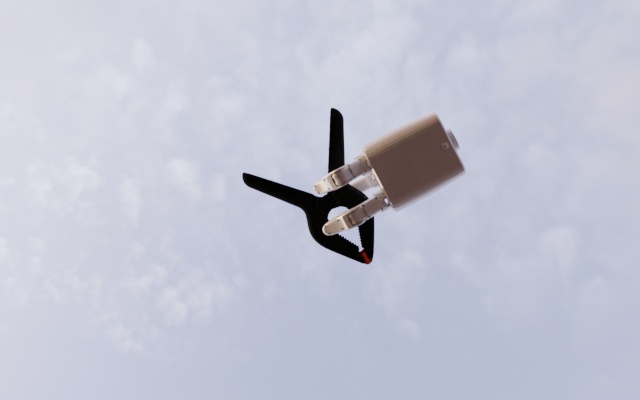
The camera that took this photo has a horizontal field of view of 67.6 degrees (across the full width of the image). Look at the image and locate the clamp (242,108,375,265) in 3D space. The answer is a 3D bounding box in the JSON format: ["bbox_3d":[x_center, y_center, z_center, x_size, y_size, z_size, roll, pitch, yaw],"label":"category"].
[{"bbox_3d":[0.001,0.002,0.659,0.164,0.210,0.036,-28,3,11],"label":"clamp"}]
